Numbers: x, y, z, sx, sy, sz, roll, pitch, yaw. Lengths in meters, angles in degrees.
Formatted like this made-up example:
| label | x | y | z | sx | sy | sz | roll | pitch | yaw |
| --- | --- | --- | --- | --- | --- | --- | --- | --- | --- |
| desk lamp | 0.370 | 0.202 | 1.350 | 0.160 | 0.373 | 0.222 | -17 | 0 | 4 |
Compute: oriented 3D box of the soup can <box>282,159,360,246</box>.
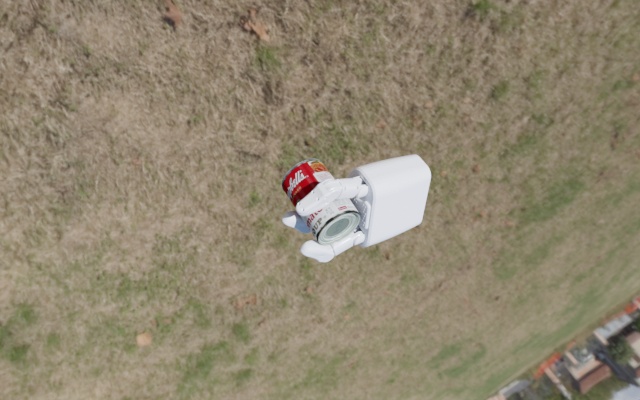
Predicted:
| label | x | y | z | sx | sy | sz | roll | pitch | yaw |
| --- | --- | --- | --- | --- | --- | --- | --- | --- | --- |
| soup can | 0.000 | 0.002 | 0.649 | 0.068 | 0.102 | 0.069 | -25 | -31 | -16 |
